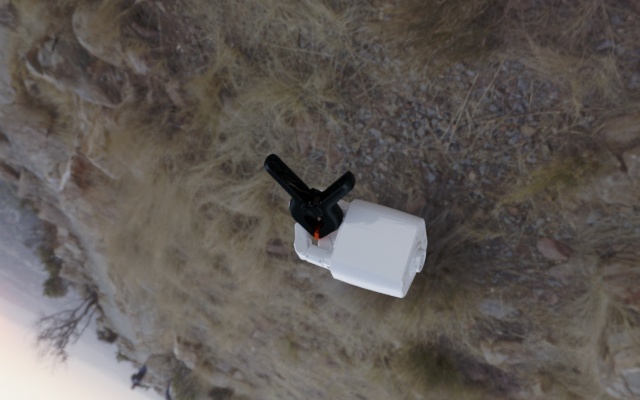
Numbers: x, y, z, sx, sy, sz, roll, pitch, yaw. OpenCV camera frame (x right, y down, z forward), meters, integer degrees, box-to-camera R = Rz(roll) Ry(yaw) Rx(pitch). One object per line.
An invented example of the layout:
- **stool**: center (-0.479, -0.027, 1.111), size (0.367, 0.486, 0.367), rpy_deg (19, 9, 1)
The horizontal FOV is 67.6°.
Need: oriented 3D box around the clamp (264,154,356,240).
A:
- **clamp**: center (0.000, 0.003, 0.653), size (0.120, 0.039, 0.172), rpy_deg (15, -28, 25)
